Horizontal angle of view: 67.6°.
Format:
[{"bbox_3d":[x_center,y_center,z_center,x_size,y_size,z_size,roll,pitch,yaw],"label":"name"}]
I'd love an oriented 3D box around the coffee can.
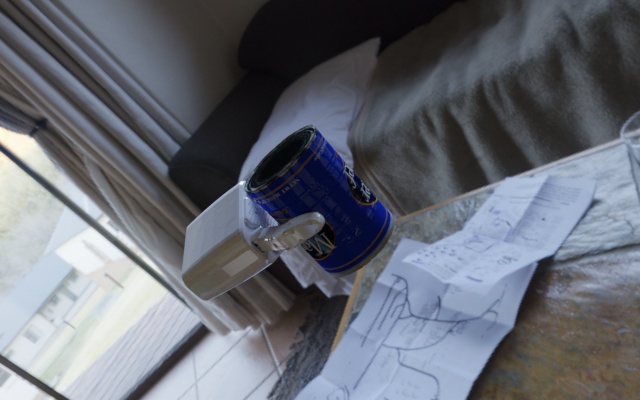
[{"bbox_3d":[0.000,0.002,0.533,0.140,0.102,0.103,47,-21,-21],"label":"coffee can"}]
